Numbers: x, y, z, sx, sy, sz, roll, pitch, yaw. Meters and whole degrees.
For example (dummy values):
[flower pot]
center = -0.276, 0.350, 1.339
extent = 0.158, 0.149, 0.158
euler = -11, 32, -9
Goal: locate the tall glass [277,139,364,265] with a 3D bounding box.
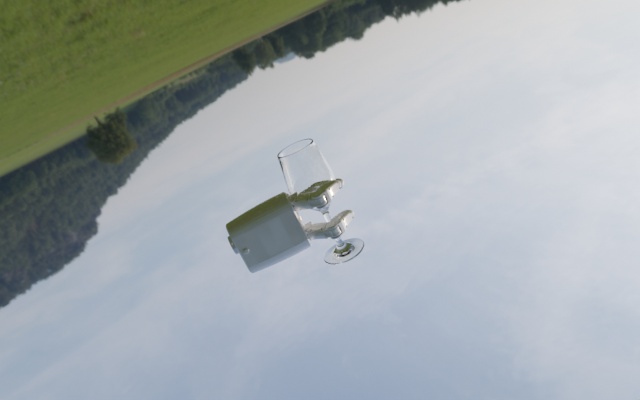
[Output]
[tall glass]
center = 0.001, 0.003, 0.775
extent = 0.079, 0.201, 0.079
euler = -22, 21, 9
